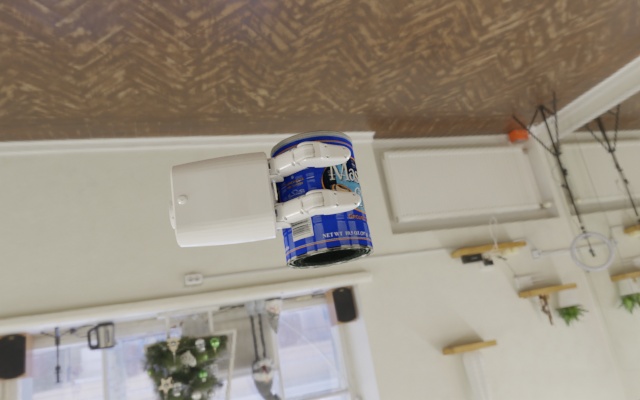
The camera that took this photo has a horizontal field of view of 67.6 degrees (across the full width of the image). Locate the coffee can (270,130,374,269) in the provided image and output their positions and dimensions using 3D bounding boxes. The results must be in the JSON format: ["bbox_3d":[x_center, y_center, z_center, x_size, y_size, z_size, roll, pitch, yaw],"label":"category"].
[{"bbox_3d":[0.000,0.002,0.570,0.103,0.140,0.103,-9,-17,-3],"label":"coffee can"}]
